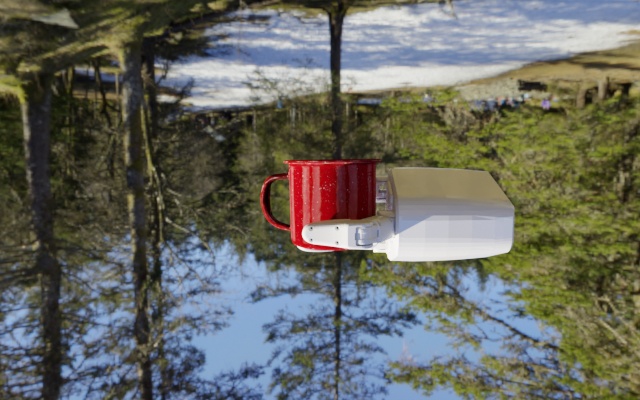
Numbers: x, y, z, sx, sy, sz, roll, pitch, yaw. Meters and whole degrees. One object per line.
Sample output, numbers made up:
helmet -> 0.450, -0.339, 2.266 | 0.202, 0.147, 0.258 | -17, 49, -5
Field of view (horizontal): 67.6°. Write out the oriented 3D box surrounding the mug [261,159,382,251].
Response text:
mug -> -0.001, 0.002, 0.459 | 0.117, 0.081, 0.093 | 0, 5, 5
